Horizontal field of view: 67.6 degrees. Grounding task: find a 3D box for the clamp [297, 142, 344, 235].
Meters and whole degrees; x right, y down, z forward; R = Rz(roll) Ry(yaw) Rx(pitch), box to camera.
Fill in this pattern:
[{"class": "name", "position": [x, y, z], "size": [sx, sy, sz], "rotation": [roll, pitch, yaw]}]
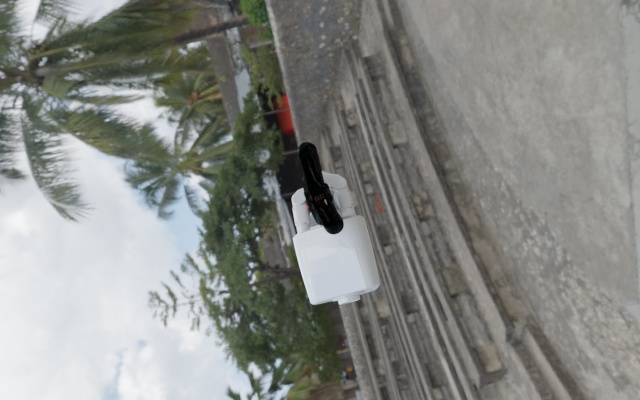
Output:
[{"class": "clamp", "position": [-0.001, 0.002, 0.656], "size": [0.039, 0.120, 0.171], "rotation": [-14, -16, -1]}]
